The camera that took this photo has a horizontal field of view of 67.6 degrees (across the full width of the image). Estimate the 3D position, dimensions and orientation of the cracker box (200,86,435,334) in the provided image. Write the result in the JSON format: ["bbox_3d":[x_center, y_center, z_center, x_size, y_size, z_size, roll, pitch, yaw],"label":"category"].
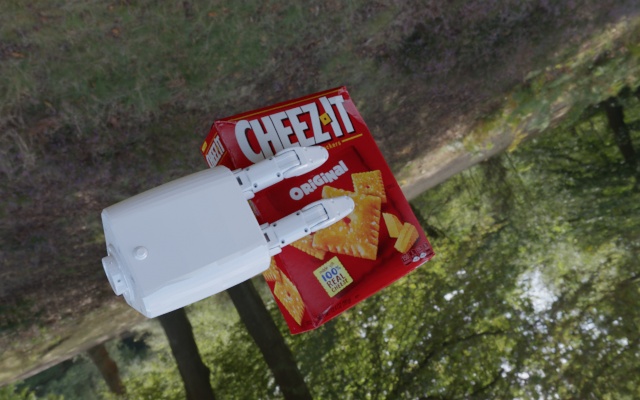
[{"bbox_3d":[0.000,0.002,0.493,0.164,0.213,0.072,-23,-8,-31],"label":"cracker box"}]
